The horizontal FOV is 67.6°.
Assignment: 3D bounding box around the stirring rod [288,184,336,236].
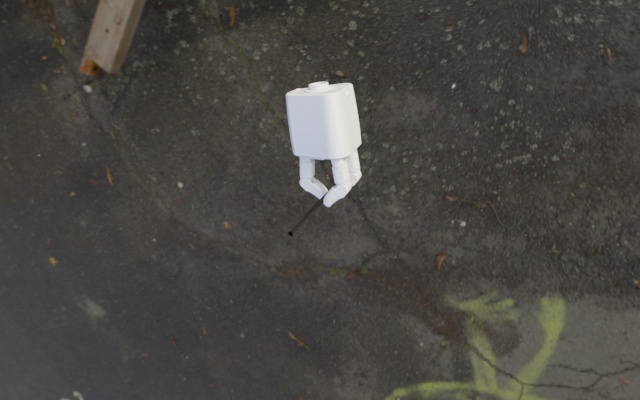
[{"bbox_3d":[0.000,0.003,0.812,0.011,0.011,0.239,0,23,24],"label":"stirring rod"}]
